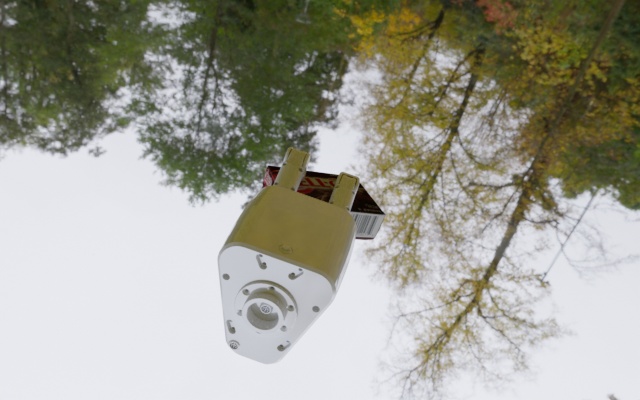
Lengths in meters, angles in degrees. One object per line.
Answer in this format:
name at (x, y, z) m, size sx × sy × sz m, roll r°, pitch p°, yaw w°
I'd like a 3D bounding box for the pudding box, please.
pudding box at (0.000, 0.002, 0.517) m, size 0.113 × 0.039 × 0.090 m, roll 8°, pitch 27°, yaw -24°
